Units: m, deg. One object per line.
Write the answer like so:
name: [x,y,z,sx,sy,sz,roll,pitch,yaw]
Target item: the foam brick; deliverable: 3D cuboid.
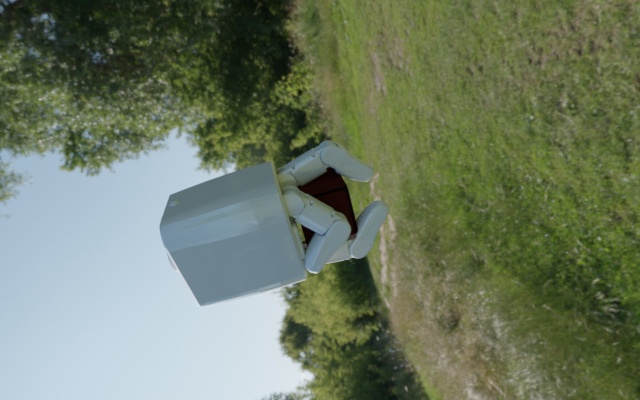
foam brick: [0.000,0.002,0.476,0.051,0.053,0.078,-17,23,-3]
